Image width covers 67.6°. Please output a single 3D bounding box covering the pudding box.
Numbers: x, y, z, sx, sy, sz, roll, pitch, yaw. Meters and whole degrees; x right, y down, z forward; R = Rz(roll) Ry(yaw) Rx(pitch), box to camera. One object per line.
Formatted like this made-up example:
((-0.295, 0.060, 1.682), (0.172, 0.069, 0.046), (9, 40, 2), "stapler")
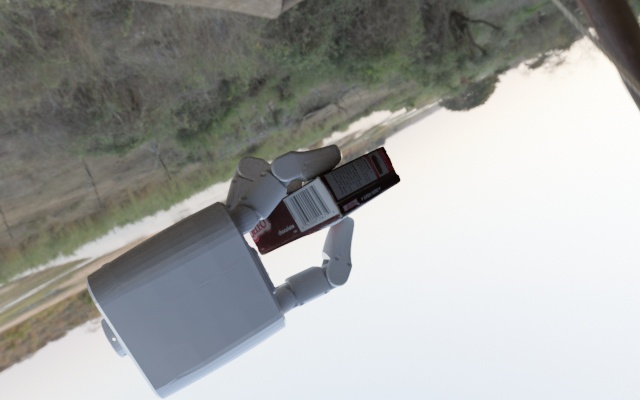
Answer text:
((0.000, 0.002, 0.413), (0.113, 0.039, 0.090), (-26, 2, 45), "pudding box")
